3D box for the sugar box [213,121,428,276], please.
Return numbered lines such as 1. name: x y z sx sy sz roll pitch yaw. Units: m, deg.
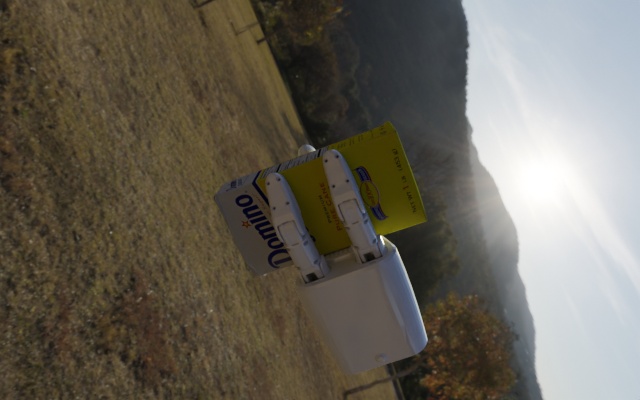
1. sugar box: 0.000 0.002 0.448 0.176 0.093 0.048 -21 18 9
